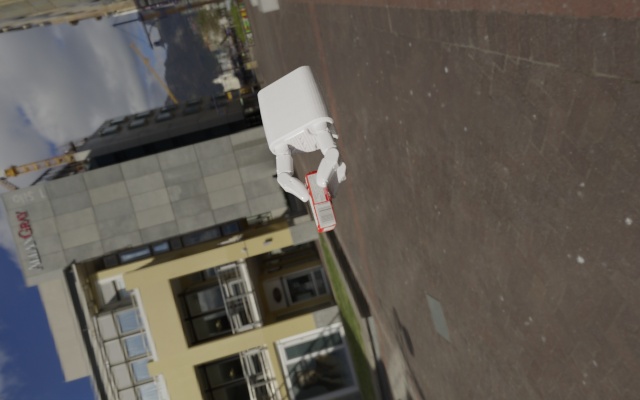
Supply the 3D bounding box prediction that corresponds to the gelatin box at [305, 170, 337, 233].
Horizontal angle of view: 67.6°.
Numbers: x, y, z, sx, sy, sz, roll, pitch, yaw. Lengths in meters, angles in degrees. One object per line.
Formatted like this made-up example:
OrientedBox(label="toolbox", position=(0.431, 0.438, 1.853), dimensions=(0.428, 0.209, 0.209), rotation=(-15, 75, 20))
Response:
OrientedBox(label="gelatin box", position=(0.000, 0.003, 0.751), dimensions=(0.030, 0.089, 0.073), rotation=(-14, -8, -4))
